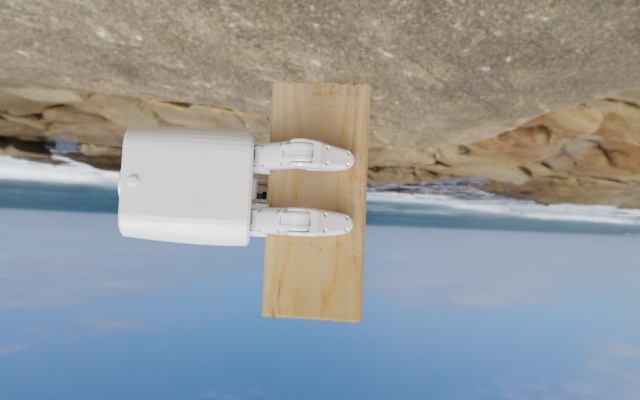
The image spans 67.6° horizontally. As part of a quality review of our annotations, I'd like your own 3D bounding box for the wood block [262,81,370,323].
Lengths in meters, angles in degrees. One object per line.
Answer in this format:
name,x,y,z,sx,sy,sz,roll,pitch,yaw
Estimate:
wood block,0.000,0.002,0.456,0.090,0.206,0.091,2,-3,4
